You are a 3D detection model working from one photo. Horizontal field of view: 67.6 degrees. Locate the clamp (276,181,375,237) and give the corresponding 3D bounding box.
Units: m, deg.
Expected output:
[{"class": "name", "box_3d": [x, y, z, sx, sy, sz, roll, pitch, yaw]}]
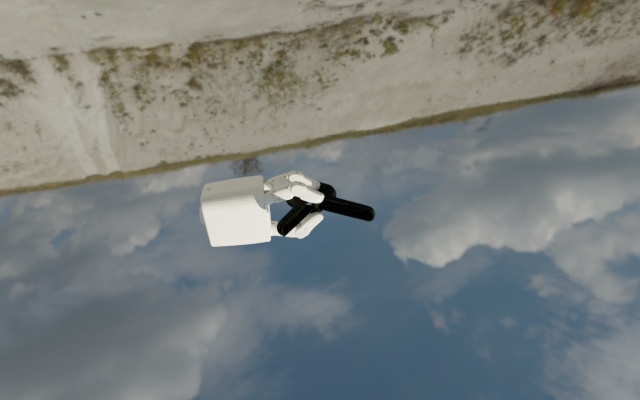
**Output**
[{"class": "clamp", "box_3d": [0.000, 0.003, 0.859, 0.164, 0.036, 0.210, -6, 22, -5]}]
